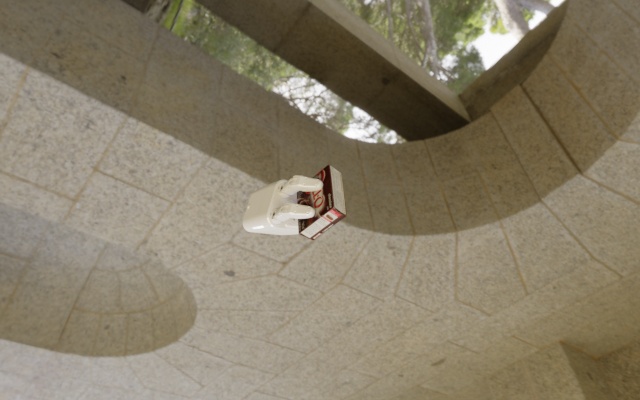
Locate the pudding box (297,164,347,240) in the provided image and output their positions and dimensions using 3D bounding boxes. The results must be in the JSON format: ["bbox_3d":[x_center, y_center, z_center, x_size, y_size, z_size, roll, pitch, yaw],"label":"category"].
[{"bbox_3d":[0.000,0.003,0.860,0.039,0.113,0.090,29,-53,-33],"label":"pudding box"}]
